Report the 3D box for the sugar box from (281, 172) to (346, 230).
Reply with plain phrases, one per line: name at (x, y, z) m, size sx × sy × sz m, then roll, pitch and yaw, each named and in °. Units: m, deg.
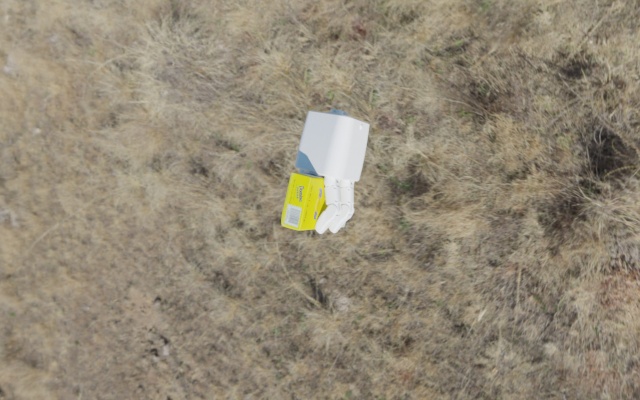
sugar box at (0.001, 0.003, 0.858) m, size 0.048 × 0.093 × 0.176 m, roll 17°, pitch 8°, yaw 30°
